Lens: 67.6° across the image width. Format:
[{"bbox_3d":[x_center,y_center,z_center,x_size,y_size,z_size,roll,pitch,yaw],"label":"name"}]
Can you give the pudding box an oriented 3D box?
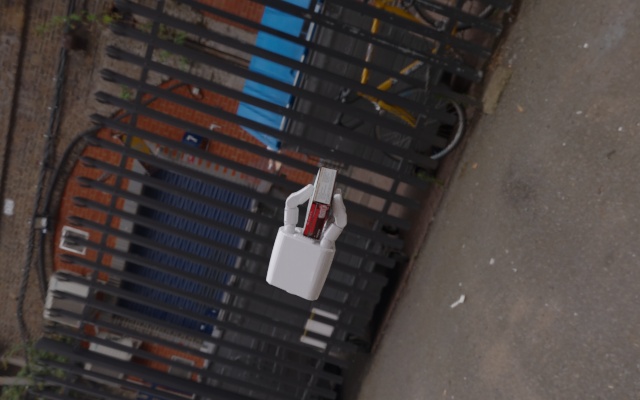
[{"bbox_3d":[0.000,0.003,0.894,0.039,0.090,0.113,15,40,-4],"label":"pudding box"}]
